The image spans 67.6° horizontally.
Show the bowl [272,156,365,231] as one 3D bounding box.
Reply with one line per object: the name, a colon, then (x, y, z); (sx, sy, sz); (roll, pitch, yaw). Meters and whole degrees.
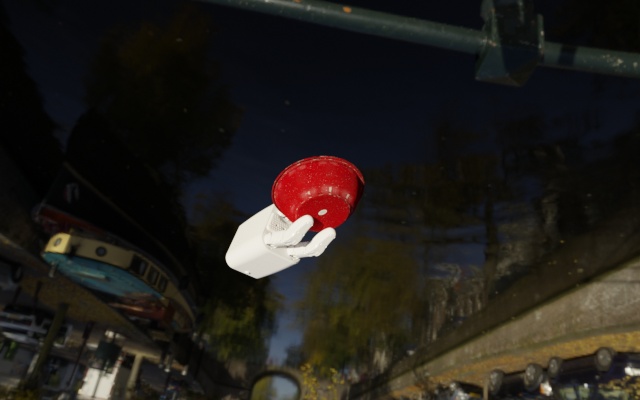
bowl: (0.001, 0.002, 0.806); (0.162, 0.055, 0.162); (-6, -44, -6)
